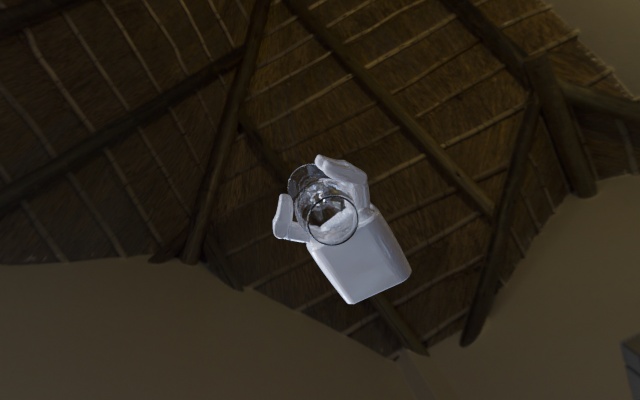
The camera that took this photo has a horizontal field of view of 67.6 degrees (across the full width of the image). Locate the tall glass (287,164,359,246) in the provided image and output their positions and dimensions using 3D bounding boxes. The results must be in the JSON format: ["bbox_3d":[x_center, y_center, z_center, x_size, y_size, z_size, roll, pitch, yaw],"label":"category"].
[{"bbox_3d":[0.000,0.002,0.656,0.079,0.079,0.201,0,13,-9],"label":"tall glass"}]
